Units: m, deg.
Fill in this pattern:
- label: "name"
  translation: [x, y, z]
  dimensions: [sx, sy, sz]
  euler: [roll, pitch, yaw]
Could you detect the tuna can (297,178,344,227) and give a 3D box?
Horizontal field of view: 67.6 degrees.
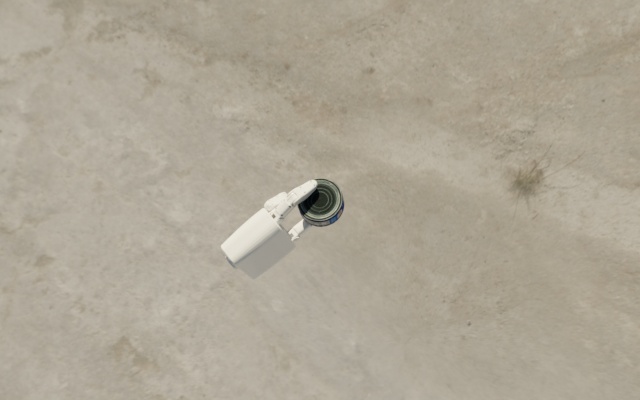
- label: "tuna can"
  translation: [0.000, 0.003, 0.874]
  dimensions: [0.086, 0.086, 0.034]
  euler: [0, -19, 6]
